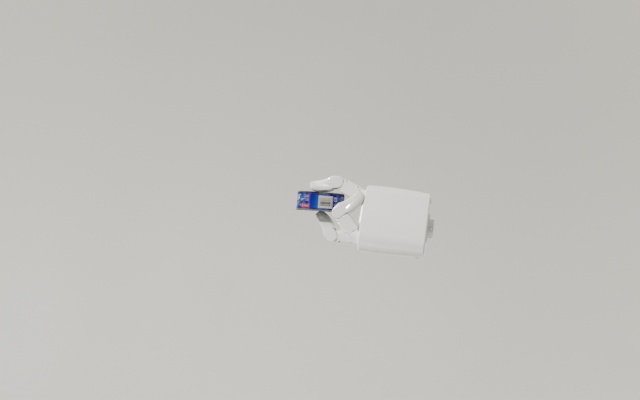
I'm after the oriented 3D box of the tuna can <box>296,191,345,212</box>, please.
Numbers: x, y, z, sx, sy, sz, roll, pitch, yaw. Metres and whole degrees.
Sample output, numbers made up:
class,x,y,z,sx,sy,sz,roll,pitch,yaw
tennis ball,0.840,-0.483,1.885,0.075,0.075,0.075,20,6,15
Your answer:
class,x,y,z,sx,sy,sz,roll,pitch,yaw
tuna can,0.000,0.002,0.848,0.086,0.034,0.086,4,-1,0
